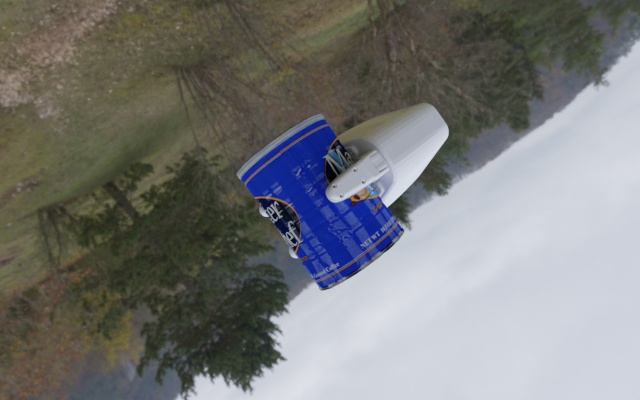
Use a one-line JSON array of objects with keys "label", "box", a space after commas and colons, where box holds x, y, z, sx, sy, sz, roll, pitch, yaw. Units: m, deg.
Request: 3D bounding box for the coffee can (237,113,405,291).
[{"label": "coffee can", "box": [0.000, 0.001, 0.470, 0.103, 0.140, 0.103, -36, 0, 0]}]
